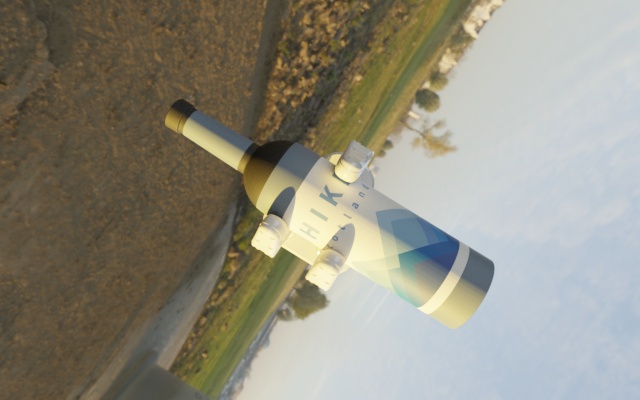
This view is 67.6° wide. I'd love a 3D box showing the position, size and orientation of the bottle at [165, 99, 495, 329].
[{"bbox_3d":[0.000,0.001,0.403,0.295,0.069,0.069,32,1,2],"label":"bottle"}]
